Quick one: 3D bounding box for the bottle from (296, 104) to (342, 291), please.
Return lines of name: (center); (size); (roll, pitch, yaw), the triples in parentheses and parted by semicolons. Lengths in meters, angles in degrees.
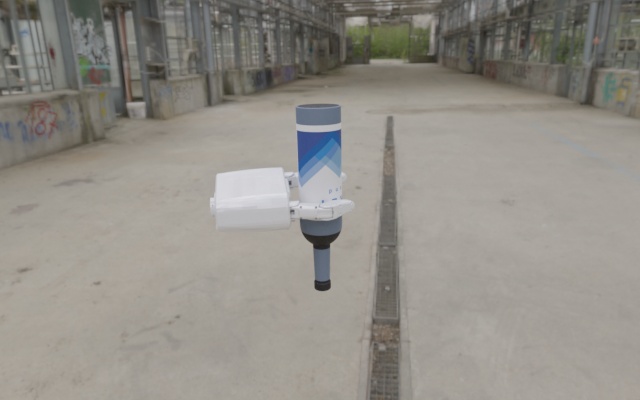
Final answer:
bottle: (0.000, 0.002, 0.740); (0.069, 0.296, 0.069); (-1, 17, 0)
